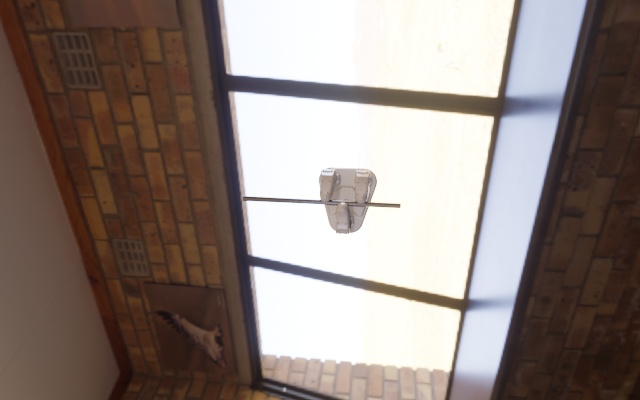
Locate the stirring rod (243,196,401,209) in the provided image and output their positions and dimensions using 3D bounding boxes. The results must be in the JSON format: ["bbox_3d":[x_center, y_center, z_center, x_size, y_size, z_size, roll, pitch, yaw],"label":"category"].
[{"bbox_3d":[0.000,0.002,0.723,0.239,0.011,0.011,3,0,7],"label":"stirring rod"}]
